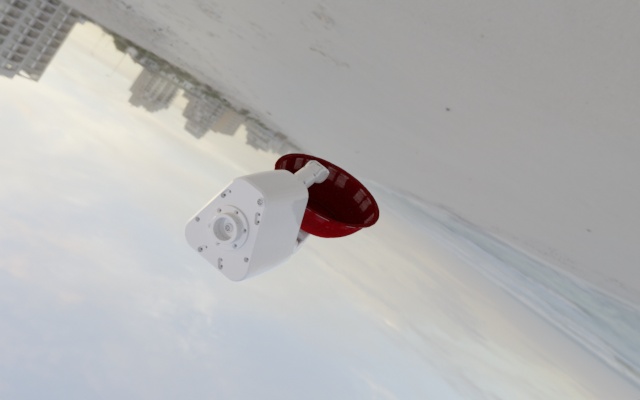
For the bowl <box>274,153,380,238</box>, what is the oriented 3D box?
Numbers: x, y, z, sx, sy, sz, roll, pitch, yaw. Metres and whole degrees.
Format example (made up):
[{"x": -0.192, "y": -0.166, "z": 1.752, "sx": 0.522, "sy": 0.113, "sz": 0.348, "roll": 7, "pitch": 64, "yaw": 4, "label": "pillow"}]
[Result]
[{"x": 0.001, "y": 0.002, "z": 0.672, "sx": 0.162, "sy": 0.055, "sz": 0.162, "roll": 22, "pitch": 29, "yaw": -14, "label": "bowl"}]
